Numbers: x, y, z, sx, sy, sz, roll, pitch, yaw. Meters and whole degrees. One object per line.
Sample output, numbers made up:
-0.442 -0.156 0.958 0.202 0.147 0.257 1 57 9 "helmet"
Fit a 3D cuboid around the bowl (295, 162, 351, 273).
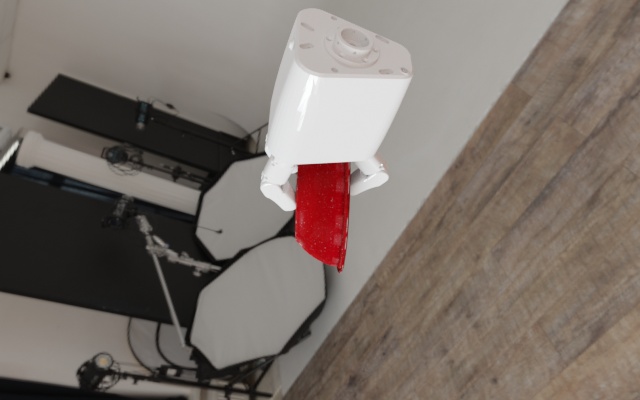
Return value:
0.000 0.003 0.553 0.055 0.162 0.162 2 0 -2 "bowl"
